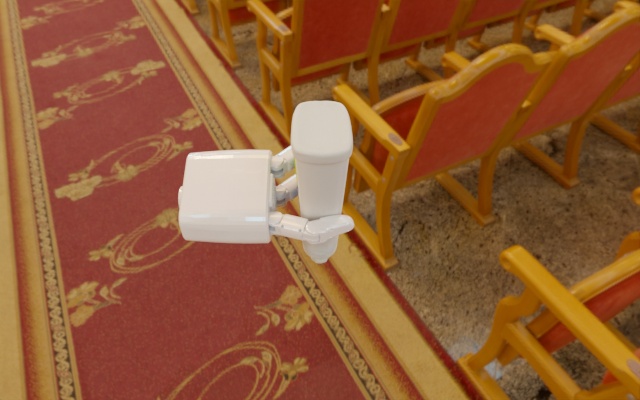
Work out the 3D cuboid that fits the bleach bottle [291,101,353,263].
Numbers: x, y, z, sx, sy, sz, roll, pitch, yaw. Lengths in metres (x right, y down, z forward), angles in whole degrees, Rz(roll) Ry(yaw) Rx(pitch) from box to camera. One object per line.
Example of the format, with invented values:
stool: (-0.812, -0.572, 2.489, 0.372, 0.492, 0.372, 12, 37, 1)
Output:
bleach bottle: (0.000, 0.002, 0.615, 0.068, 0.102, 0.251, 0, -44, -1)
